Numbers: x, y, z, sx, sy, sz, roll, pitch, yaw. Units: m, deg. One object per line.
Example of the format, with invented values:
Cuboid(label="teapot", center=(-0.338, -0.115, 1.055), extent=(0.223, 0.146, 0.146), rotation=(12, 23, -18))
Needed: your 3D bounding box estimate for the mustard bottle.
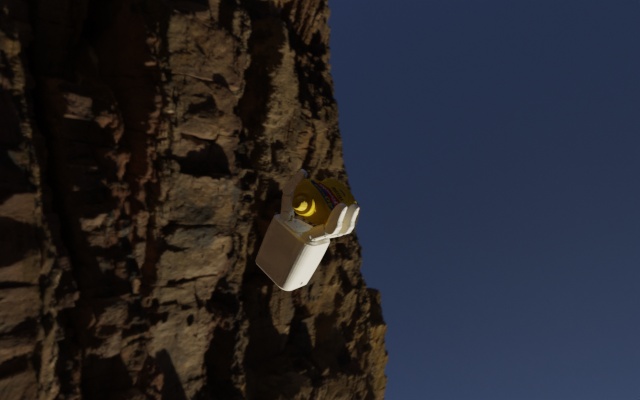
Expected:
Cuboid(label="mustard bottle", center=(0.000, 0.003, 0.897), extent=(0.058, 0.096, 0.191), rotation=(-40, -15, 22))
